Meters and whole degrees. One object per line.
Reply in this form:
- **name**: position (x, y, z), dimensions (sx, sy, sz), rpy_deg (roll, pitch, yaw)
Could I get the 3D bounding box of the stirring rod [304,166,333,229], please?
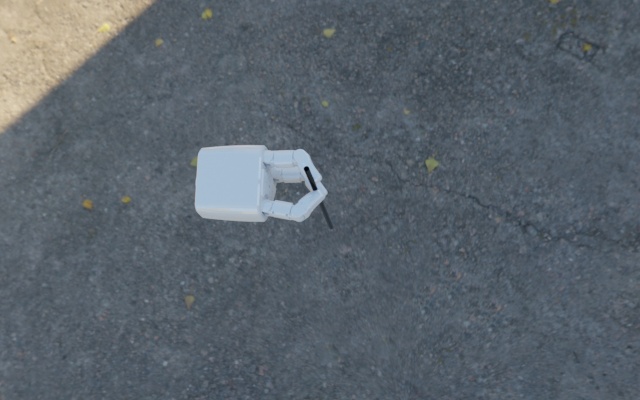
- **stirring rod**: position (0.000, 0.003, 0.772), dimensions (0.011, 0.011, 0.240), rpy_deg (0, -23, 10)
